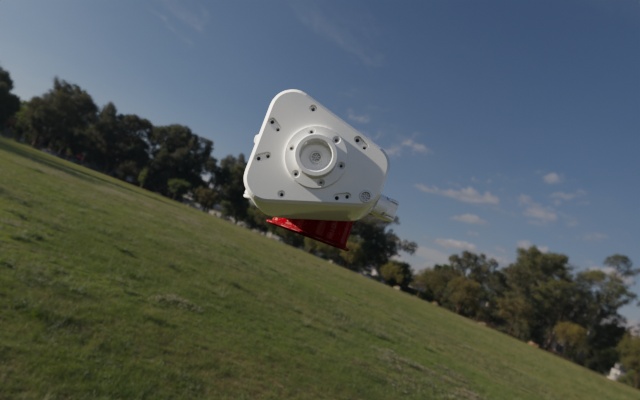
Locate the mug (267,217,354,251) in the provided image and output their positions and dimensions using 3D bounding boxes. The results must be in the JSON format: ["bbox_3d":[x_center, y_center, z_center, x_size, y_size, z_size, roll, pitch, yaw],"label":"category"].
[{"bbox_3d":[0.000,0.002,0.523,0.093,0.081,0.117,20,-6,2],"label":"mug"}]
